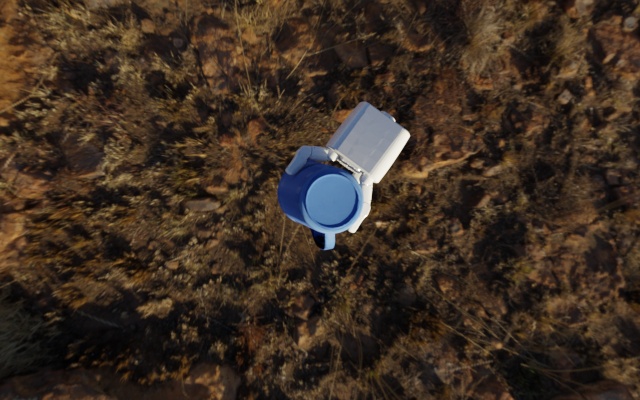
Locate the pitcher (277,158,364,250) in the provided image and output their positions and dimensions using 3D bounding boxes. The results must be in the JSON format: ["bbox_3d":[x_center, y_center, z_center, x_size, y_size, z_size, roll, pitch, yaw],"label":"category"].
[{"bbox_3d":[0.000,0.003,0.877,0.149,0.145,0.243,36,-2,-11],"label":"pitcher"}]
